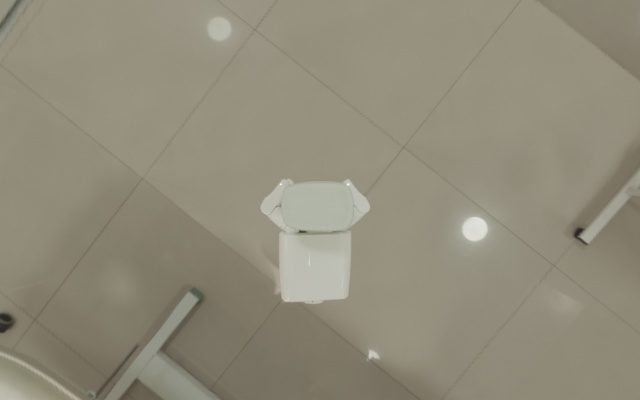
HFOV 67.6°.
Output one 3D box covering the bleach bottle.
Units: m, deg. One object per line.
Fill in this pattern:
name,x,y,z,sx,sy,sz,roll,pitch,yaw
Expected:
bleach bottle,0.000,0.002,0.763,0.102,0.068,0.251,0,3,3
